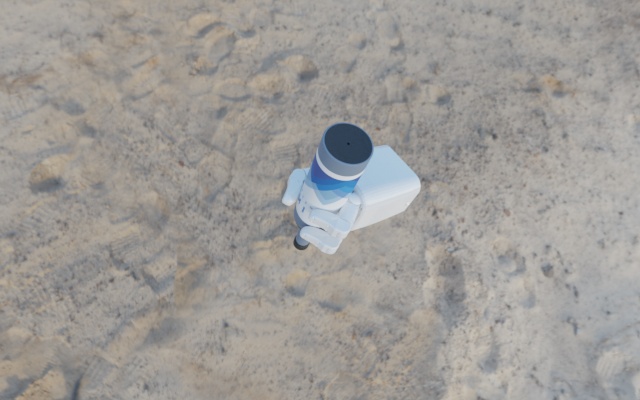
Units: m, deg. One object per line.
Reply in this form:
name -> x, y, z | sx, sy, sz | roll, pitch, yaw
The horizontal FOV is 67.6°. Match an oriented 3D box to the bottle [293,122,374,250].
bottle -> 0.000, 0.002, 0.710 | 0.069, 0.069, 0.296 | 0, -30, -16
